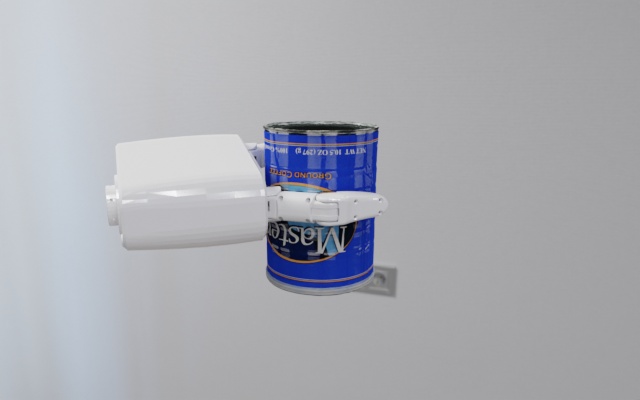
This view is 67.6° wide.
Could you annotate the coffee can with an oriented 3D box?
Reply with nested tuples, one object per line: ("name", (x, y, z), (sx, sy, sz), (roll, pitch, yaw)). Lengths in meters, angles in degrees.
("coffee can", (0.000, 0.002, 0.437), (0.103, 0.140, 0.102), (0, 14, 0))
